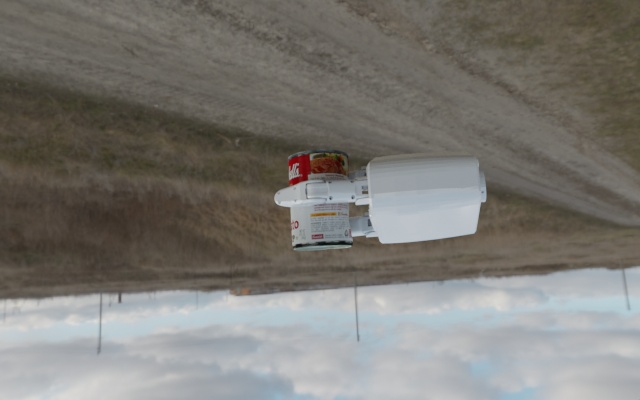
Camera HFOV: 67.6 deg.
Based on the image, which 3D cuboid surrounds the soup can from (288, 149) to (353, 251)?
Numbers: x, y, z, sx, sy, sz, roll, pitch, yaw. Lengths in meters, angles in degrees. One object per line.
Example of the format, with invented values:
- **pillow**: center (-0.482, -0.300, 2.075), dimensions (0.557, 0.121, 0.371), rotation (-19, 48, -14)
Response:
- **soup can**: center (0.000, 0.002, 0.528), dimensions (0.068, 0.102, 0.068), rotation (-3, -9, -1)
